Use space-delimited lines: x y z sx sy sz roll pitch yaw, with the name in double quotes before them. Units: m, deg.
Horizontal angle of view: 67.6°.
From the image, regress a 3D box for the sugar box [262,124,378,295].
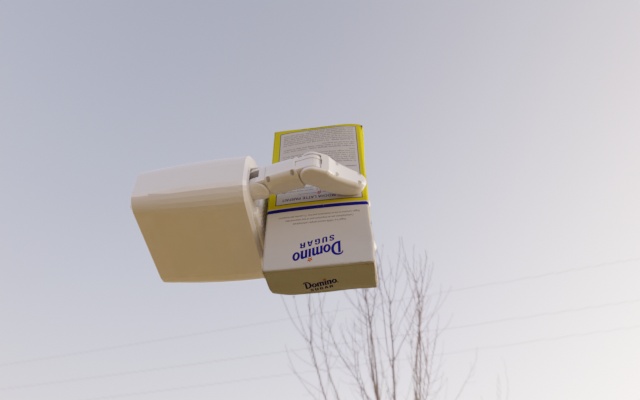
"sugar box" 0.000 0.002 0.447 0.093 0.176 0.048 -5 -41 6
